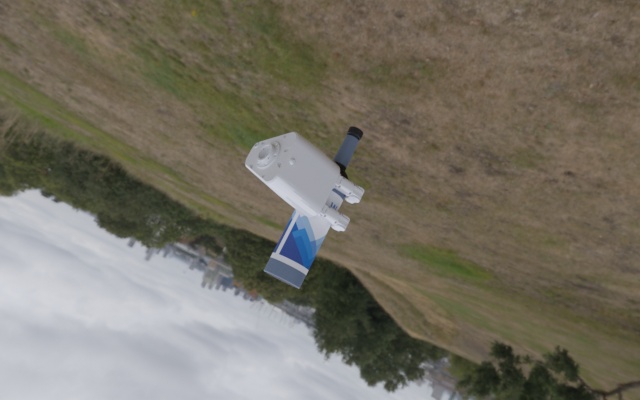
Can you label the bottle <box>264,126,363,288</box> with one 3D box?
[{"bbox_3d":[0.000,0.003,0.820,0.069,0.295,0.069,25,-13,6],"label":"bottle"}]
